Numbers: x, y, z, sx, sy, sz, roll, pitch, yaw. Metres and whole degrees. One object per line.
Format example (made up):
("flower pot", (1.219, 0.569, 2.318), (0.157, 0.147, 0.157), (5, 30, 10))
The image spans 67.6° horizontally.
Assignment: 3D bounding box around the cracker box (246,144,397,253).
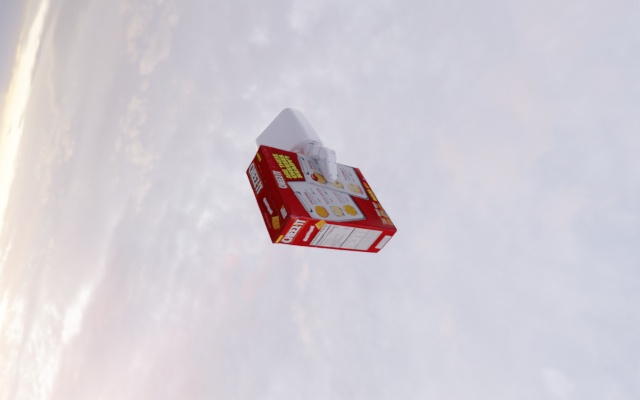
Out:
("cracker box", (0.000, 0.002, 0.791), (0.214, 0.072, 0.164), (9, 39, -36))
